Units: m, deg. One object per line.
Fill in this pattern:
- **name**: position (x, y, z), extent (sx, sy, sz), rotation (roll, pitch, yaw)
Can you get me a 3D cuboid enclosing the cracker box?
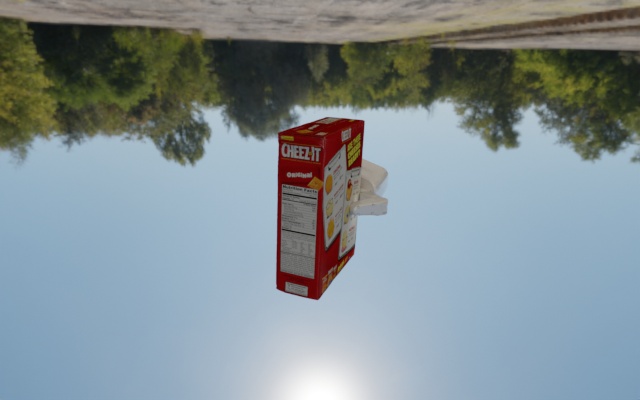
- **cracker box**: position (0.000, 0.002, 0.658), extent (0.072, 0.214, 0.164), rotation (9, 19, 19)
